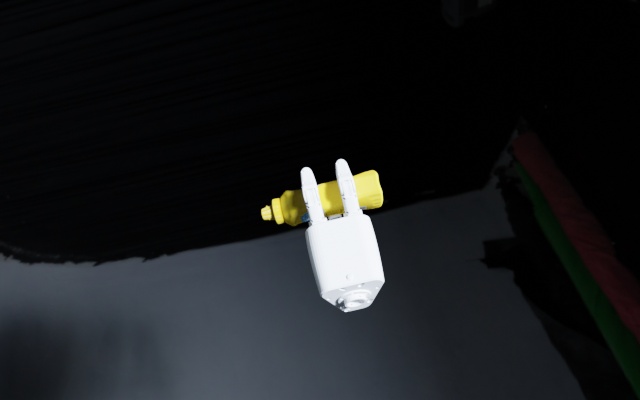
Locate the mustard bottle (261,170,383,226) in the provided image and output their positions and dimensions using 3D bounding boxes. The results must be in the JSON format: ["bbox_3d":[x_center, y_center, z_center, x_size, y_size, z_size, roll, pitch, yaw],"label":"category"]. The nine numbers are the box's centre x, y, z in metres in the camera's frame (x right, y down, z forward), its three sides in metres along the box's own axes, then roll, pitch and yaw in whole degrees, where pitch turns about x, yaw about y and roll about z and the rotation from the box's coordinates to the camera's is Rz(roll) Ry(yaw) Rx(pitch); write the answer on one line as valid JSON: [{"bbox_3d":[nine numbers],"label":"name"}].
[{"bbox_3d":[0.000,0.002,0.765,0.191,0.058,0.096,-13,-9,1],"label":"mustard bottle"}]
